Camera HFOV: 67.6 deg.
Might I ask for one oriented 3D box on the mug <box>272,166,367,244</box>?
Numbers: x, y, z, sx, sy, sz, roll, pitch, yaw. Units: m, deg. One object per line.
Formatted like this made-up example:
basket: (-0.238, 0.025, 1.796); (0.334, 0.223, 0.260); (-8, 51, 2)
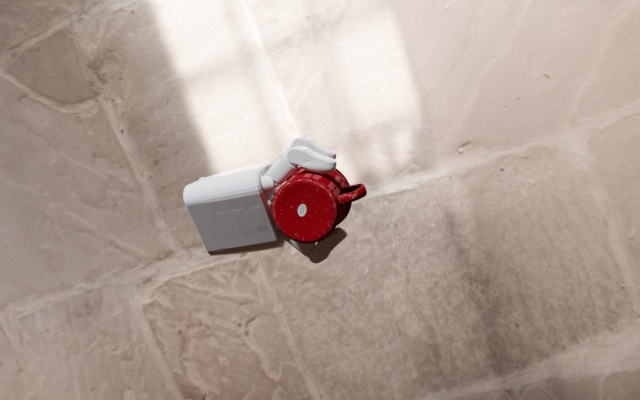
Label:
mug: (0.001, 0.002, 0.591); (0.117, 0.093, 0.081); (-11, 11, 14)
